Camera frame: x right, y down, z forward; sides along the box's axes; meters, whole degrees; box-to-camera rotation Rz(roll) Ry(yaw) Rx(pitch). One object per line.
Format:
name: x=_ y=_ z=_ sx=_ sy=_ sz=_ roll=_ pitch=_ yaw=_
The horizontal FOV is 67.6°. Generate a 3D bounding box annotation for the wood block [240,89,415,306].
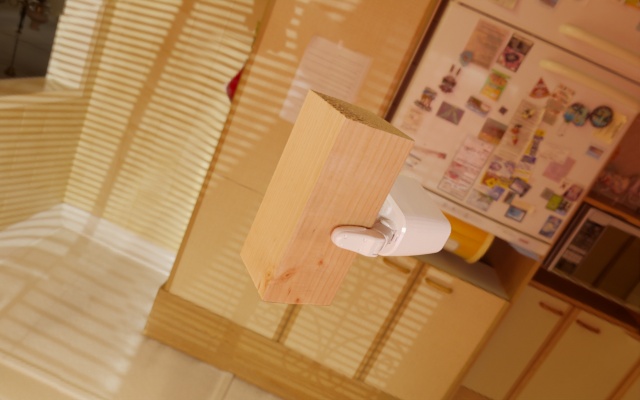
wood block: x=0.000 y=0.002 z=0.511 sx=0.090 sy=0.206 sz=0.090 roll=12 pitch=22 yaw=-33
